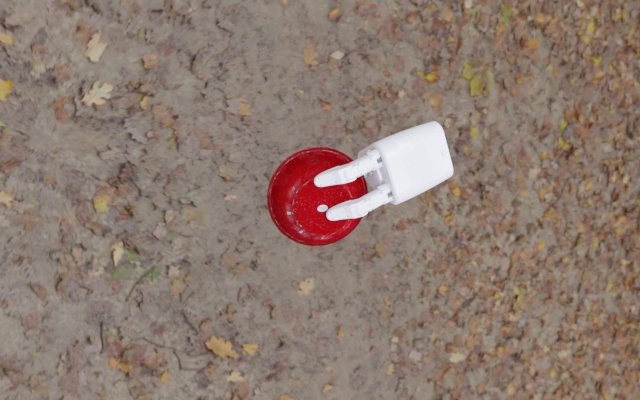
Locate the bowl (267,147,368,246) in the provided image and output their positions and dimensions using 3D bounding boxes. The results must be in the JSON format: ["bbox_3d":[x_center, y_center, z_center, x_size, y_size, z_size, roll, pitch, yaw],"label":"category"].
[{"bbox_3d":[-0.001,0.003,0.728,0.162,0.162,0.055,0,15,-9],"label":"bowl"}]
